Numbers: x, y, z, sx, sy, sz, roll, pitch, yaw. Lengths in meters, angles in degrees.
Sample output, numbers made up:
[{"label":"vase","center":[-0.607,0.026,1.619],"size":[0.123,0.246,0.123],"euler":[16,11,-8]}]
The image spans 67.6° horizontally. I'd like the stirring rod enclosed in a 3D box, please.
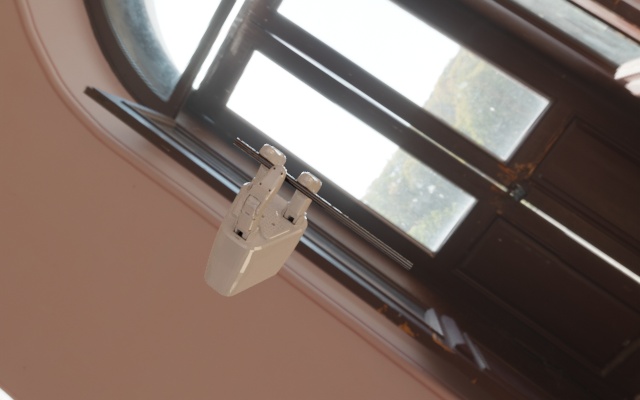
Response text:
[{"label":"stirring rod","center":[0.000,0.002,0.526],"size":[0.239,0.011,0.011],"euler":[36,5,8]}]
